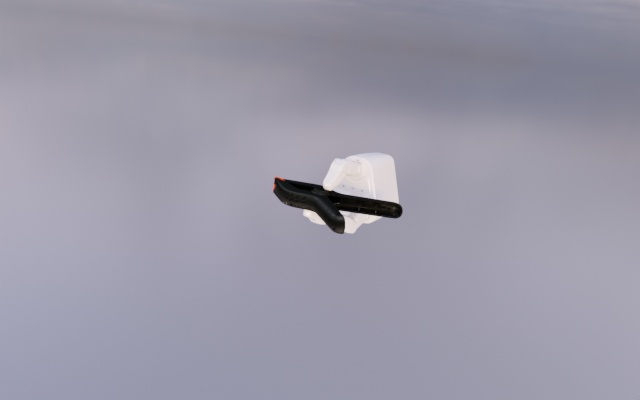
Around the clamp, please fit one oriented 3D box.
[{"bbox_3d":[0.000,0.001,0.729,0.210,0.036,0.164,17,16,29],"label":"clamp"}]
